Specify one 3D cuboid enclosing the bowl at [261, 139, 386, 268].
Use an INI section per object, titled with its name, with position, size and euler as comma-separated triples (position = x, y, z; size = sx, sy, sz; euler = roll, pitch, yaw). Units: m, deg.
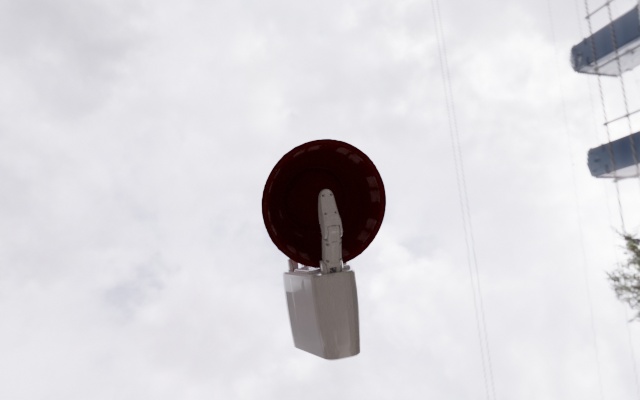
[bowl]
position = 0.000, 0.001, 0.615
size = 0.162, 0.162, 0.055
euler = 0, 6, -16
